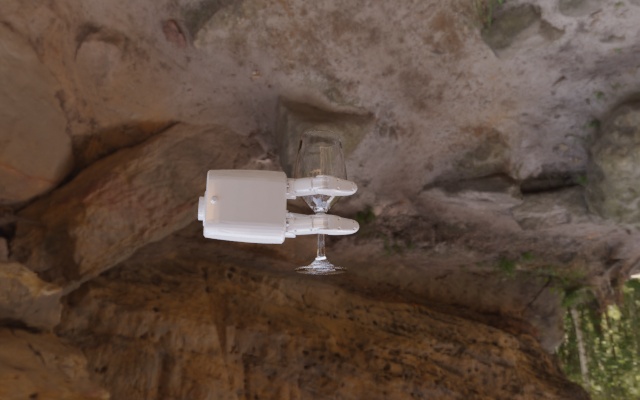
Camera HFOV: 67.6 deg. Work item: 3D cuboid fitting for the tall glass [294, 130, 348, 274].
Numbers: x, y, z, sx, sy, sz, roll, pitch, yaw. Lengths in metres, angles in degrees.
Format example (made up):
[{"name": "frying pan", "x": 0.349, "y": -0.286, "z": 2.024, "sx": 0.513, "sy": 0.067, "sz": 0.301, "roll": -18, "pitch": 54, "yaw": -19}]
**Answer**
[{"name": "tall glass", "x": 0.000, "y": 0.003, "z": 0.692, "sx": 0.079, "sy": 0.201, "sz": 0.079, "roll": 0, "pitch": -16, "yaw": 0}]
